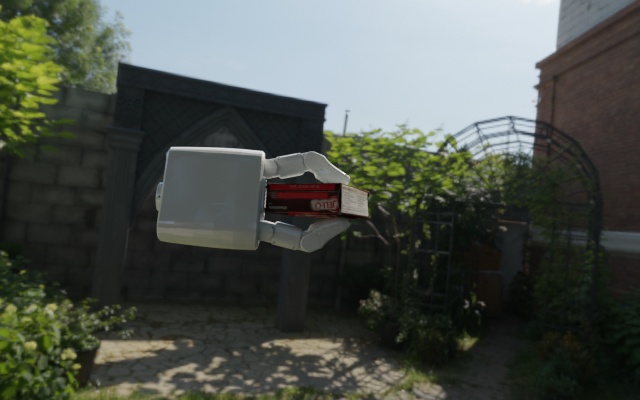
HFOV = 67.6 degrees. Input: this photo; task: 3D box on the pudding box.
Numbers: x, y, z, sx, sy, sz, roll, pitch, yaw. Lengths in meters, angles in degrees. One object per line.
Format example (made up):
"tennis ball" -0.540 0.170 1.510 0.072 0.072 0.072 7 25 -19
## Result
"pudding box" 0.000 0.002 0.556 0.090 0.039 0.113 2 -2 22
